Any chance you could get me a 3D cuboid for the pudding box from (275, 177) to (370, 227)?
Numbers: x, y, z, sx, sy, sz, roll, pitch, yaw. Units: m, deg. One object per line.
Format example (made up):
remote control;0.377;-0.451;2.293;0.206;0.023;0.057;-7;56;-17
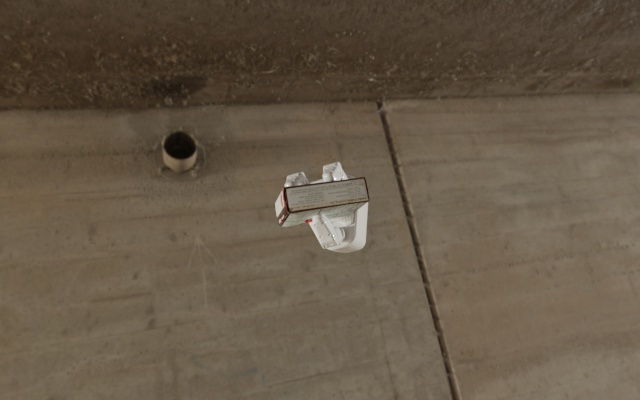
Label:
pudding box;0.000;0.002;0.646;0.113;0.039;0.090;-10;-12;-15
